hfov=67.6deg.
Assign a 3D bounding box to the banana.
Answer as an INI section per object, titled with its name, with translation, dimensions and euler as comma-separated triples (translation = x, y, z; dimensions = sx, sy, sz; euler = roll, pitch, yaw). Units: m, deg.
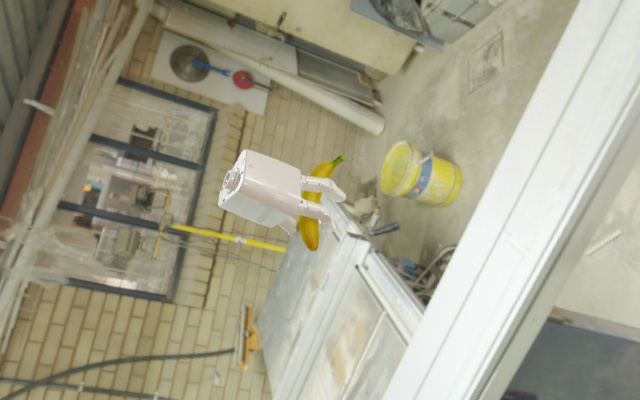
[banana]
translation = -0.010, 0.003, 0.894
dimensions = 0.037, 0.197, 0.069
euler = 29, -25, -31
